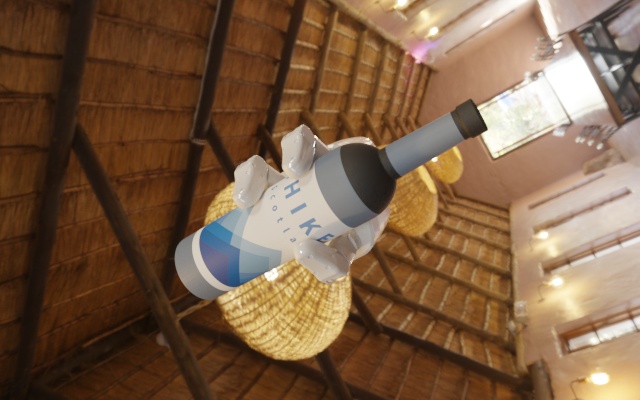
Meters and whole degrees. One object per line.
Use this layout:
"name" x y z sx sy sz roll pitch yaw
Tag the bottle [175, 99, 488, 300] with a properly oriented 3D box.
"bottle" 0.000 0.002 0.412 0.296 0.069 0.069 -29 -13 24
